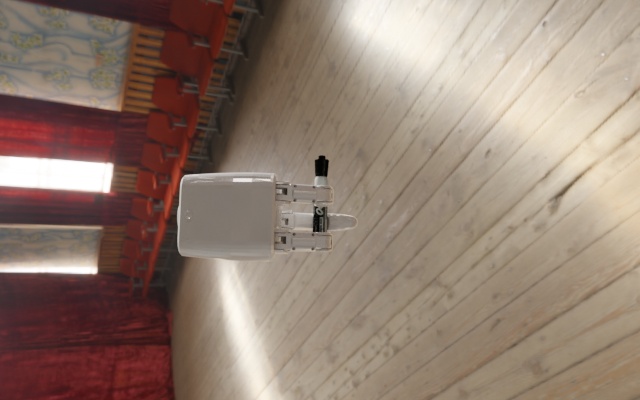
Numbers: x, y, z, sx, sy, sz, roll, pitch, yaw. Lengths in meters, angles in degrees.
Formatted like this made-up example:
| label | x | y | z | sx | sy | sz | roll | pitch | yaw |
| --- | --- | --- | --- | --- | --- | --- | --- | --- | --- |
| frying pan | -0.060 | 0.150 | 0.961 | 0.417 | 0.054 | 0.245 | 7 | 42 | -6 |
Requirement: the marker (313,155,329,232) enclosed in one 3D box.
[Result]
| label | x | y | z | sx | sy | sz | roll | pitch | yaw |
| --- | --- | --- | --- | --- | --- | --- | --- | --- | --- |
| marker | 0.000 | 0.002 | 0.612 | 0.020 | 0.121 | 0.020 | 1 | -7 | 0 |
